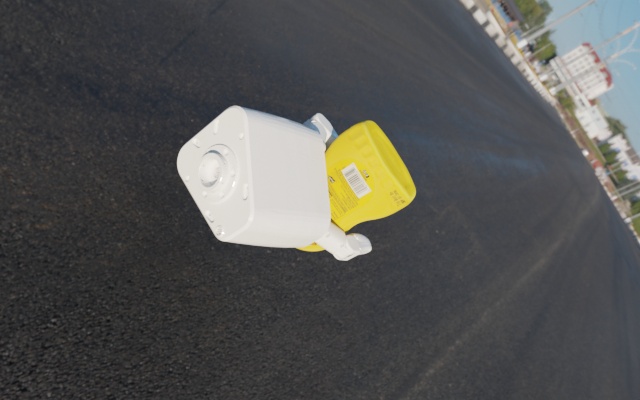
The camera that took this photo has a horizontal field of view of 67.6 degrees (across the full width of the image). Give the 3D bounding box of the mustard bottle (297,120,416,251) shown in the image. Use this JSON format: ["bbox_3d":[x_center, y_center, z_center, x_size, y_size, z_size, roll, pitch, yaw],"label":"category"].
[{"bbox_3d":[0.000,0.002,0.521,0.192,0.096,0.058,-32,2,29],"label":"mustard bottle"}]
